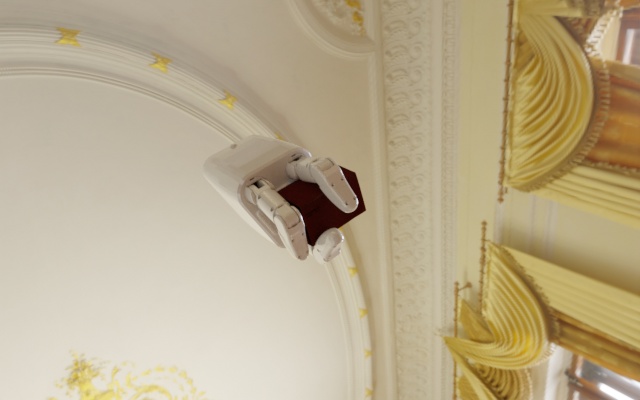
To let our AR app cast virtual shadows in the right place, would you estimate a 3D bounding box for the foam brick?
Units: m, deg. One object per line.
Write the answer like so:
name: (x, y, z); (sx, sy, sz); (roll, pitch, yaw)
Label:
foam brick: (0.000, 0.002, 0.516); (0.078, 0.053, 0.051); (-32, 35, -24)
